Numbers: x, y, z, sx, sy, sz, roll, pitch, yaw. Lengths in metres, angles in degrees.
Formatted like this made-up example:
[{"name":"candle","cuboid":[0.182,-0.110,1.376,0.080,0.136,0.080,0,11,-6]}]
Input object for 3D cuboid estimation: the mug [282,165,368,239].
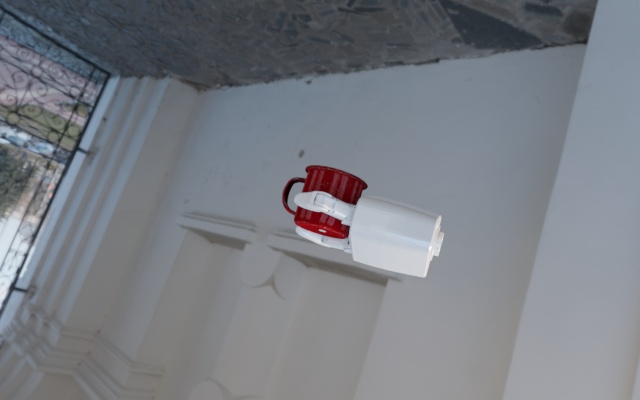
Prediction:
[{"name":"mug","cuboid":[-0.001,0.002,0.676,0.117,0.081,0.093,14,-12,15]}]
